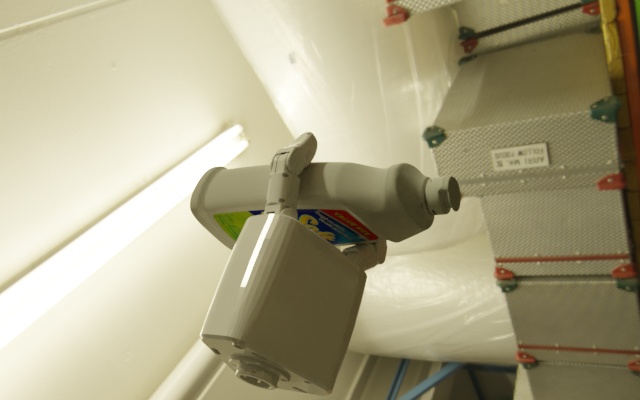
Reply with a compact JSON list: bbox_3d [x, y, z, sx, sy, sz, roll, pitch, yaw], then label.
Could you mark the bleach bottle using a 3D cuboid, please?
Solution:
[{"bbox_3d":[0.000,0.001,0.445,0.251,0.068,0.103,-7,-42,34],"label":"bleach bottle"}]
